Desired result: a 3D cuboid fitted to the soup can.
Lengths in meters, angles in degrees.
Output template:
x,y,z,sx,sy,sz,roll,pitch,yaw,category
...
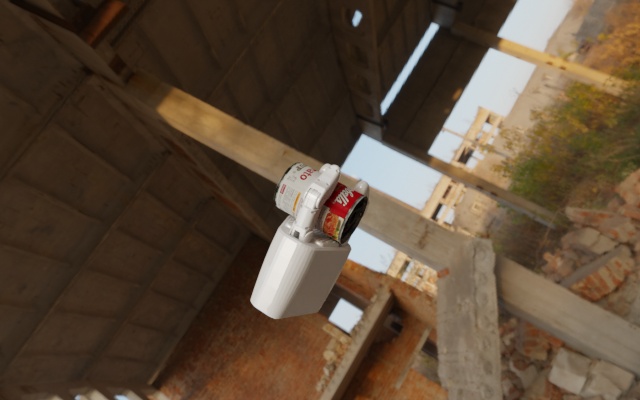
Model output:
x,y,z,sx,sy,sz,roll,pitch,yaw,category
0.000,0.001,0.612,0.102,0.068,0.068,28,9,18,soup can
